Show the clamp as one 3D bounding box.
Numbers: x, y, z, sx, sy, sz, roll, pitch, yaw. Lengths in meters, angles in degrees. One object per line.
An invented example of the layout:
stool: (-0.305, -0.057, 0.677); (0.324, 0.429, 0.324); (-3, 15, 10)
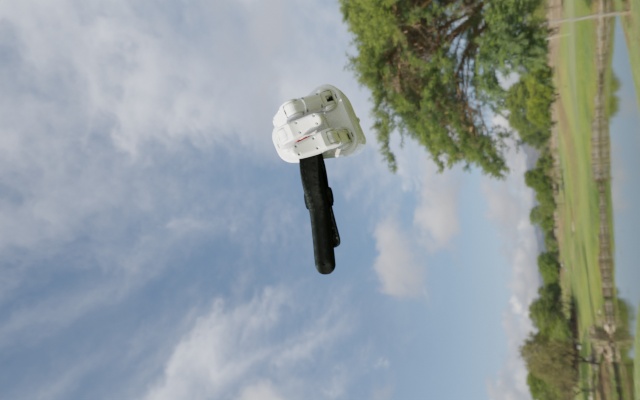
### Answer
clamp: (-0.001, 0.002, 0.623); (0.039, 0.171, 0.120); (-7, 2, 2)
